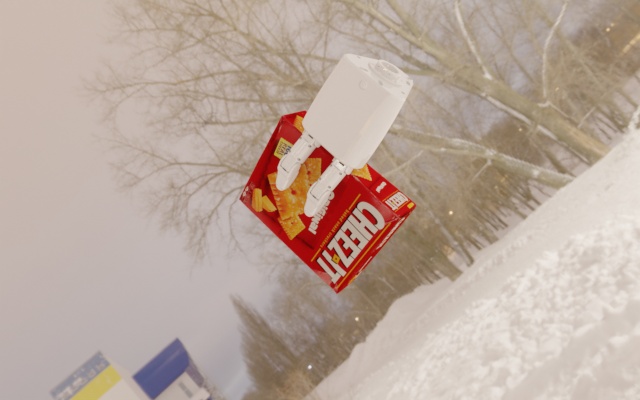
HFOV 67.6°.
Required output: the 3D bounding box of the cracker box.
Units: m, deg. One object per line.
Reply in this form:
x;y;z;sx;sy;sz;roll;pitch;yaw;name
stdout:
0.000;0.002;0.686;0.213;0.164;0.072;43;33;13;cracker box
